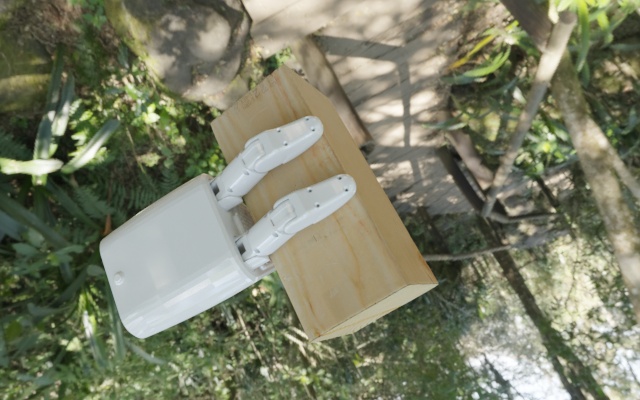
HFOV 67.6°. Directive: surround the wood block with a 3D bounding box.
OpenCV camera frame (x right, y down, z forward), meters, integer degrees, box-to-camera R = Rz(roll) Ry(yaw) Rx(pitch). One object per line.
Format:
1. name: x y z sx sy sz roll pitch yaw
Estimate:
1. wood block: 0.000 0.002 0.406 0.090 0.206 0.091 -34 -22 17
